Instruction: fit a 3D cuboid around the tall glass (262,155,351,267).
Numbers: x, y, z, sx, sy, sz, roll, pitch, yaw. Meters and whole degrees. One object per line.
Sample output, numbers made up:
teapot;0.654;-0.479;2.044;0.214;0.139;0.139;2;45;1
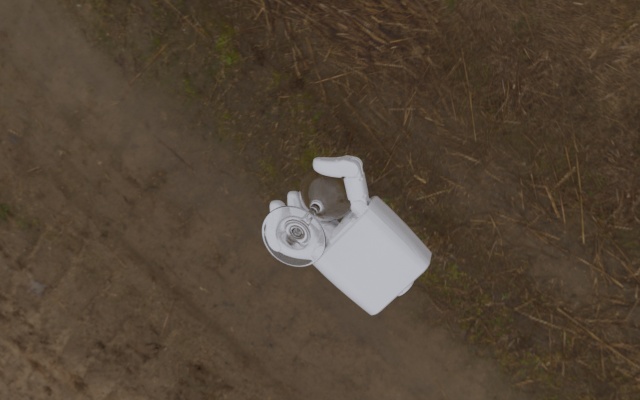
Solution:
tall glass;0.000;0.002;0.605;0.079;0.079;0.201;0;23;19
